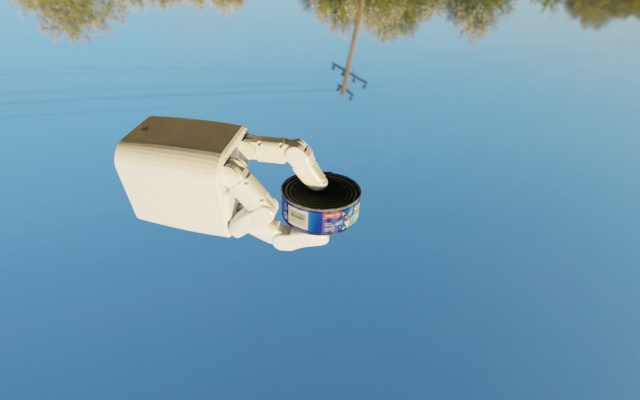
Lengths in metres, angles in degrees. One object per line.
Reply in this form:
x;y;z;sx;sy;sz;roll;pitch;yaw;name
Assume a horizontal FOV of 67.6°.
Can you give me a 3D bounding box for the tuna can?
0.000;0.002;0.517;0.086;0.034;0.086;2;30;-1;tuna can
